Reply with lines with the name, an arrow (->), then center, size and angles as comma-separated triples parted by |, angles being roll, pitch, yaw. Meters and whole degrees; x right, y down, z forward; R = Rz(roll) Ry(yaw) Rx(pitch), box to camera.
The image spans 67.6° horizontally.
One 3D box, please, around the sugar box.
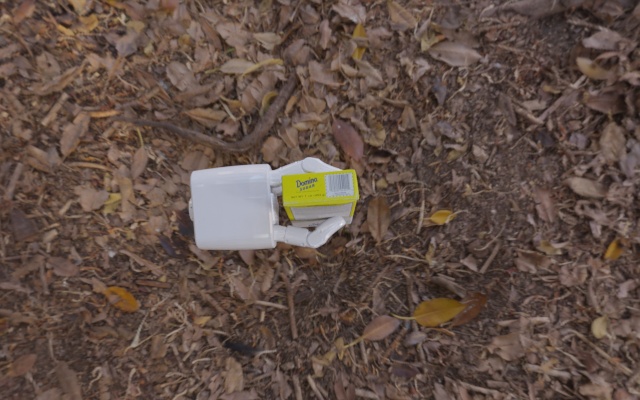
sugar box -> 0.000, 0.002, 0.660 | 0.093, 0.048, 0.176 | -4, -10, -1
